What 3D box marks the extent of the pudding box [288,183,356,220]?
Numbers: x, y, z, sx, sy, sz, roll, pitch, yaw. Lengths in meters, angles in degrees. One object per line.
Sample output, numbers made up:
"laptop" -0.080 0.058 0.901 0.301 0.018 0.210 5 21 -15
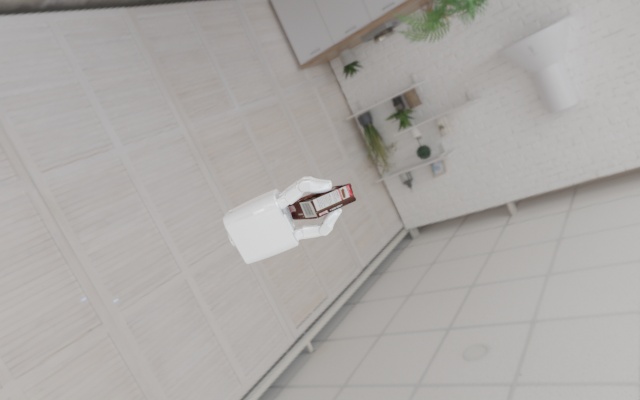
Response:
"pudding box" 0.000 0.003 0.896 0.090 0.039 0.113 -25 9 -25
